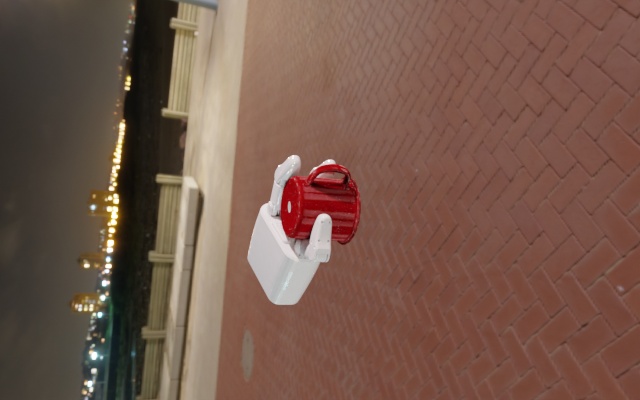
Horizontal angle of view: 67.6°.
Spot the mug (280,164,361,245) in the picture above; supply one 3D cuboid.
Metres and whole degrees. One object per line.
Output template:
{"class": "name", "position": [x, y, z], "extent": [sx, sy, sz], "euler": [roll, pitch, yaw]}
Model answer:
{"class": "mug", "position": [0.000, 0.001, 0.624], "extent": [0.081, 0.117, 0.093], "euler": [4, 41, -22]}
